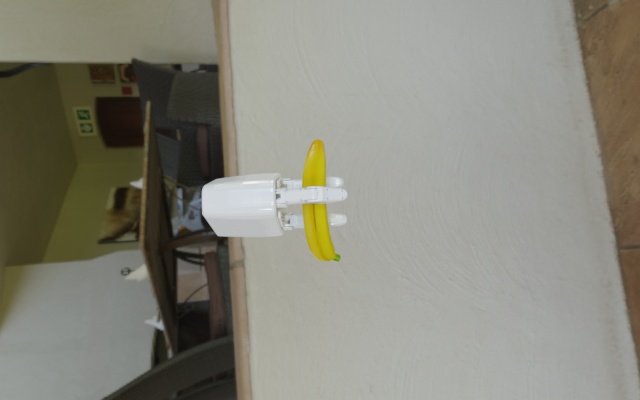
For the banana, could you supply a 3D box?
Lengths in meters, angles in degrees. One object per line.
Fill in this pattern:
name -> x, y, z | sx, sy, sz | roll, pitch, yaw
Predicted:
banana -> -0.004, 0.011, 0.711 | 0.037, 0.198, 0.069 | -3, 16, 16
